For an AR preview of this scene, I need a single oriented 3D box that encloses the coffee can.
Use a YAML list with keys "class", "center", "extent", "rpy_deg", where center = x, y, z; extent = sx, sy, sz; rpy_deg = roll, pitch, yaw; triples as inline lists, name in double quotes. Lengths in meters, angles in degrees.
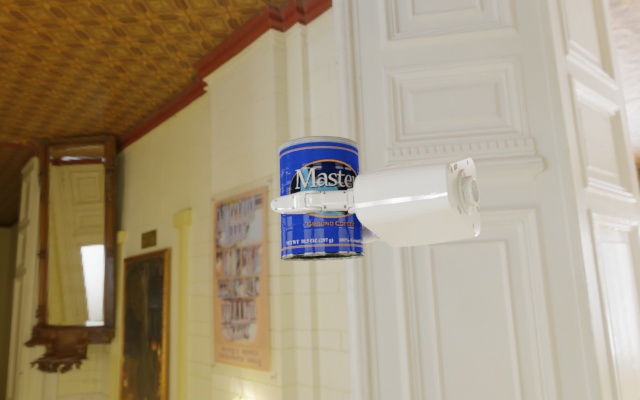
- class: "coffee can"
  center: [0.000, 0.002, 0.596]
  extent: [0.103, 0.140, 0.103]
  rpy_deg: [-2, -10, 0]
